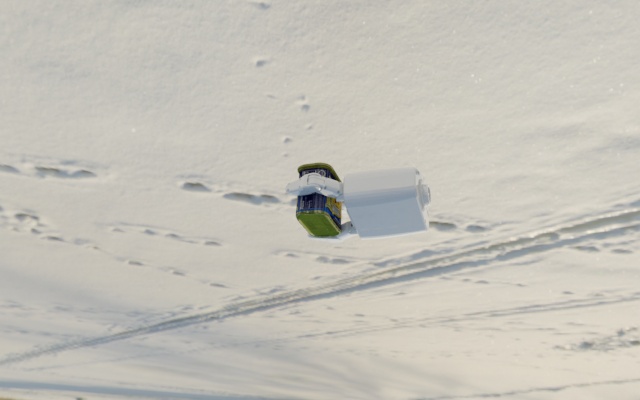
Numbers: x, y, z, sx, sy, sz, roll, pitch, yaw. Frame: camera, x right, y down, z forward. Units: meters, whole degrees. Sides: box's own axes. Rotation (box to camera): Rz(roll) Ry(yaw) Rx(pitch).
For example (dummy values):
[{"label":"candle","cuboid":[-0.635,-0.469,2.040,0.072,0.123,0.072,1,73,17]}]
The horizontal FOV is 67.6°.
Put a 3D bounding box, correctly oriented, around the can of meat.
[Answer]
[{"label":"can of meat","cuboid":[0.000,0.003,0.748,0.057,0.084,0.102,-5,-27,18]}]
